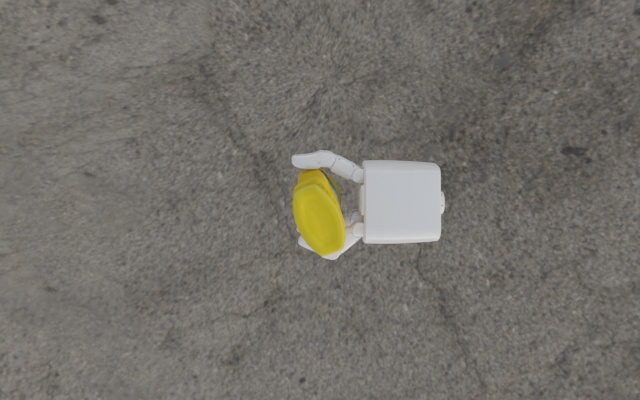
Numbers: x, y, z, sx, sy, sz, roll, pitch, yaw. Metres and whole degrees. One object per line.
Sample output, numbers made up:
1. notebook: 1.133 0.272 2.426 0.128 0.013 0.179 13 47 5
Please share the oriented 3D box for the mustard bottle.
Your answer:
1. mustard bottle: 0.000 0.002 0.677 0.058 0.096 0.191 -24 13 7
